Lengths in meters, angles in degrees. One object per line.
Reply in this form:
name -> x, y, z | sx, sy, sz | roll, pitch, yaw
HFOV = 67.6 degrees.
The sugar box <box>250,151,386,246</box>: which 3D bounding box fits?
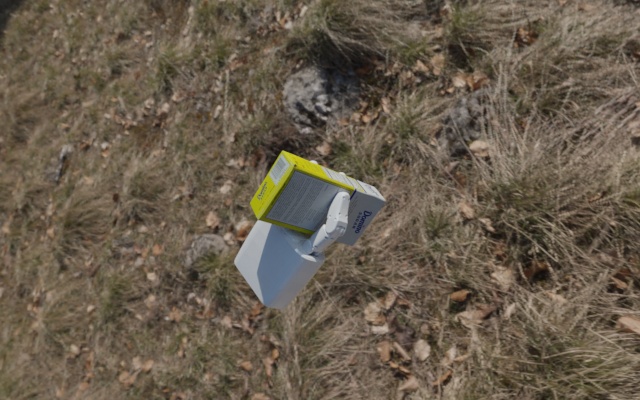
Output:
sugar box -> 0.000, 0.002, 0.676 | 0.176, 0.093, 0.048 | 18, 25, -40
